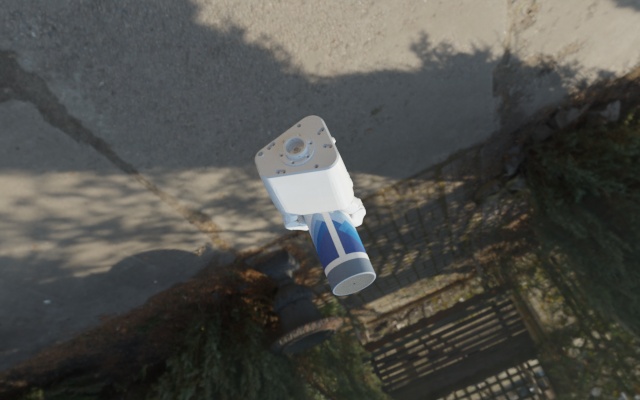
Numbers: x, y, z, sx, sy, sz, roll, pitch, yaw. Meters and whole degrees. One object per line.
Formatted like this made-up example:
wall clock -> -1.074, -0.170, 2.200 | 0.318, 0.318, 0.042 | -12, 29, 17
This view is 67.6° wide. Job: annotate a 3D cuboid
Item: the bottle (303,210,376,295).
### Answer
bottle -> 0.000, 0.003, 0.755 | 0.069, 0.295, 0.069 | -16, -31, -10
